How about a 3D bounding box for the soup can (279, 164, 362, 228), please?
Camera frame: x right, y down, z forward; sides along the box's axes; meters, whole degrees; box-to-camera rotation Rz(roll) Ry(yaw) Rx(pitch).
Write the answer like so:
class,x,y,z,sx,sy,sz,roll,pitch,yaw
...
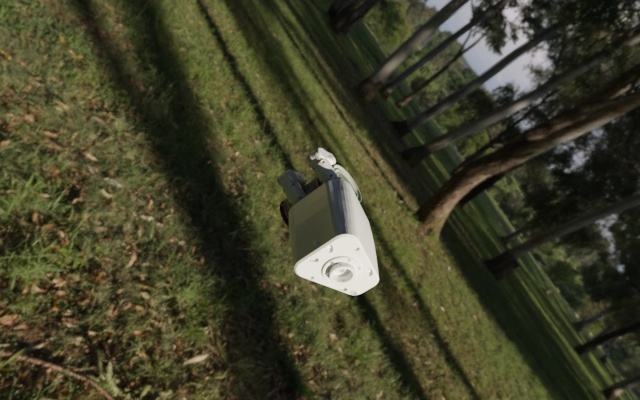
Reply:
class,x,y,z,sx,sy,sz,roll,pitch,yaw
soup can,0.000,0.002,0.695,0.102,0.068,0.068,-35,-14,21
